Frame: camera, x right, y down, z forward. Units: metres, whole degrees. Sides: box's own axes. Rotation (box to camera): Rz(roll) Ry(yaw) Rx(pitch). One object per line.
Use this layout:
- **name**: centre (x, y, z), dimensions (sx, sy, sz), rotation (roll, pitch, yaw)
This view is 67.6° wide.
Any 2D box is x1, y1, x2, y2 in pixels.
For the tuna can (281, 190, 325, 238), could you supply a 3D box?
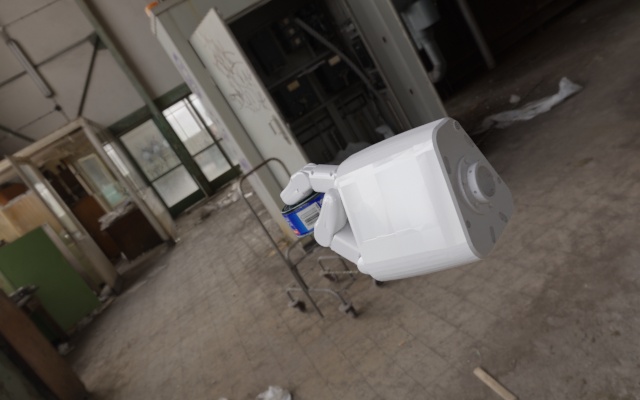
- **tuna can**: centre (0.000, 0.001, 0.517), dimensions (0.086, 0.034, 0.086), rotation (-34, 10, 7)
